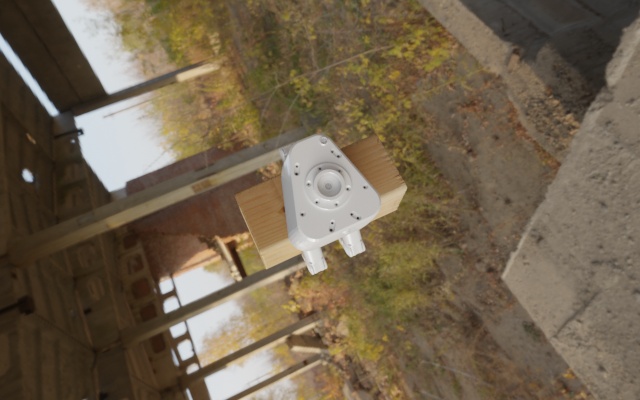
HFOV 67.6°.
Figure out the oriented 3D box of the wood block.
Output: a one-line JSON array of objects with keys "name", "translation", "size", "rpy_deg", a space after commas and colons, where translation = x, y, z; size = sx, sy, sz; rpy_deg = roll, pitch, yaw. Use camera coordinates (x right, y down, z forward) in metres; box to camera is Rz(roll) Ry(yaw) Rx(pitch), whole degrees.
[{"name": "wood block", "translation": [0.000, 0.002, 0.651], "size": [0.206, 0.090, 0.090], "rpy_deg": [-23, -19, -10]}]
